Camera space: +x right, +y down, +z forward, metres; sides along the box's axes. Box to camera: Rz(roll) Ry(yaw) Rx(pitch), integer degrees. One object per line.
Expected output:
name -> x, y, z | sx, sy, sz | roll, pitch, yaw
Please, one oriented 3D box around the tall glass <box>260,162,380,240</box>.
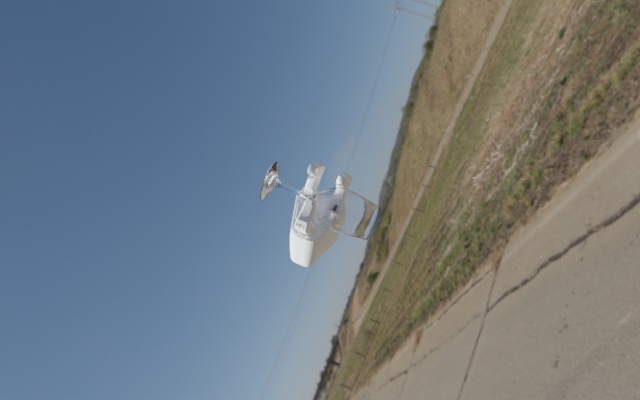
tall glass -> -0.001, 0.002, 0.834 | 0.201, 0.079, 0.079 | 22, 4, 9
